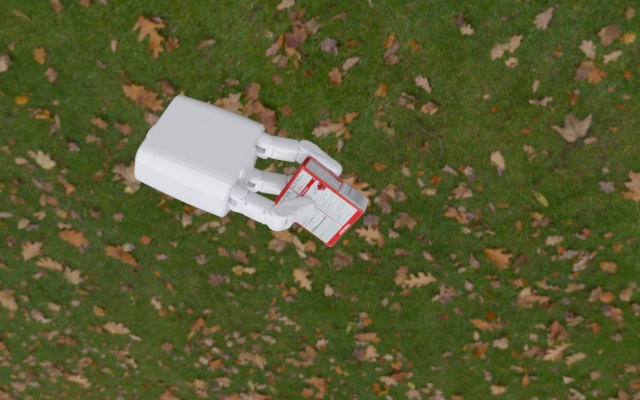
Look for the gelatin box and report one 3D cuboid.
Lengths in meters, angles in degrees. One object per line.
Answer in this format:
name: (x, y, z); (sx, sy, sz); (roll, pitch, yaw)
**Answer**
gelatin box: (0.000, 0.002, 0.557); (0.089, 0.073, 0.030); (36, 39, -4)
